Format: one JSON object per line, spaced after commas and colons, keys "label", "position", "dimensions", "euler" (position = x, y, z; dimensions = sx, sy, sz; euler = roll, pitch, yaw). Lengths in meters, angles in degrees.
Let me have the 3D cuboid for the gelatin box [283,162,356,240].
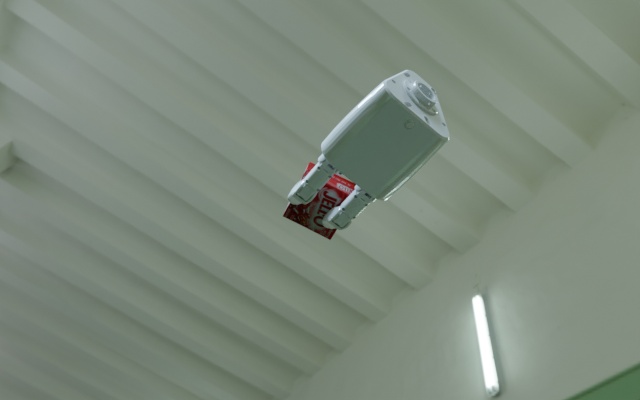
{"label": "gelatin box", "position": [0.000, 0.002, 0.623], "dimensions": [0.073, 0.089, 0.030], "euler": [27, 43, -4]}
